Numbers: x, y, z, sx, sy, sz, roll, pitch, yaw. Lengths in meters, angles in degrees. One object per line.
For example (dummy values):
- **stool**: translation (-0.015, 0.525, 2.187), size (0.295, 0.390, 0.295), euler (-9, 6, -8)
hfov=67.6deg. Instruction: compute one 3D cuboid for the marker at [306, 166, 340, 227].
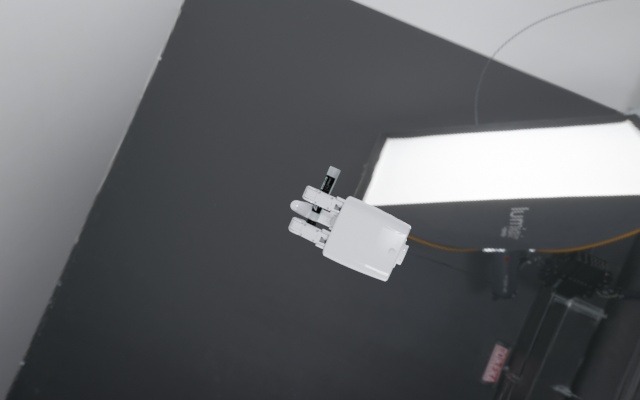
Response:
- **marker**: translation (0.000, 0.003, 0.780), size (0.020, 0.121, 0.020), euler (24, 3, -1)
